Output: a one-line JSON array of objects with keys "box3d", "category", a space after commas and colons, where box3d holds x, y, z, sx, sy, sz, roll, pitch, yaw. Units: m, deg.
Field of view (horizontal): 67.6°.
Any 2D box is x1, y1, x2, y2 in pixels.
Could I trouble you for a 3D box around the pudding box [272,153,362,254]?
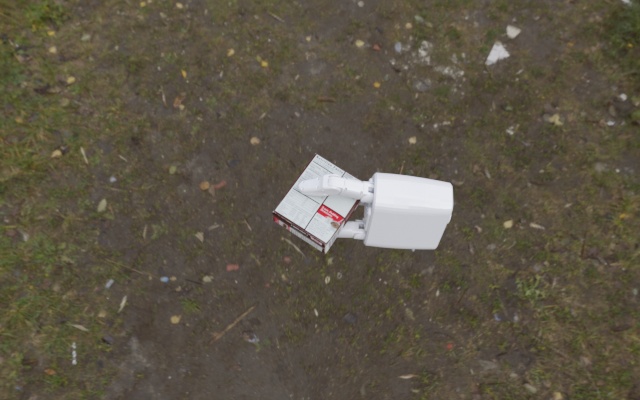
[{"box3d": [0.000, 0.002, 0.665, 0.090, 0.113, 0.039, 32, -22, 10], "category": "pudding box"}]
